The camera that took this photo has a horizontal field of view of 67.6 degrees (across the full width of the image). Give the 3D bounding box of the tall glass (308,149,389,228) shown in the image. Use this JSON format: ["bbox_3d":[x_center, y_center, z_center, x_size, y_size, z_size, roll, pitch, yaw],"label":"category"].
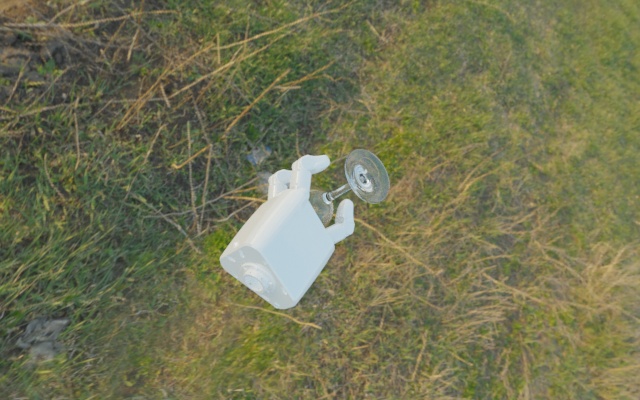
[{"bbox_3d":[0.001,0.002,0.673,0.079,0.079,0.201,0,-20,-40],"label":"tall glass"}]
